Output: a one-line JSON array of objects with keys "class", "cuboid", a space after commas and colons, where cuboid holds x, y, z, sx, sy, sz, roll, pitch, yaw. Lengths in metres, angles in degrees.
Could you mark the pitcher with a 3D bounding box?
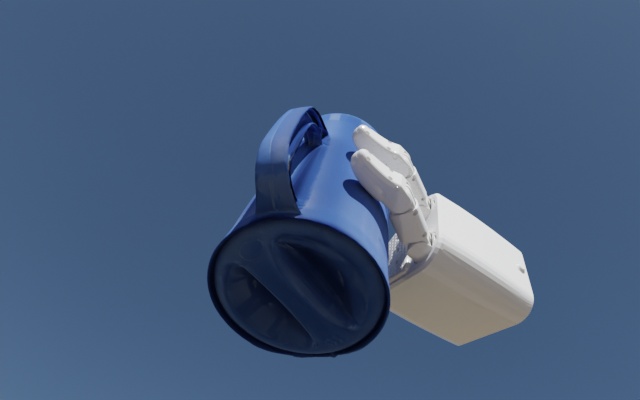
[{"class": "pitcher", "cuboid": [0.000, 0.002, 0.431, 0.145, 0.149, 0.242, 32, 31, -9]}]
